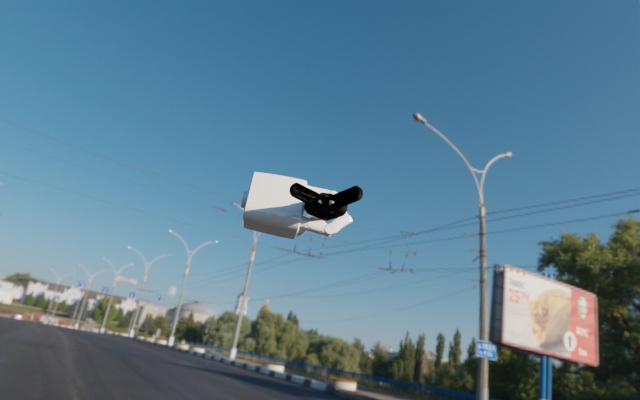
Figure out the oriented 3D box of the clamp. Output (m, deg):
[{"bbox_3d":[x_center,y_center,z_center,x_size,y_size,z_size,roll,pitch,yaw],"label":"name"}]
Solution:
[{"bbox_3d":[0.000,0.002,0.849,0.120,0.039,0.171,11,-19,-5],"label":"clamp"}]
